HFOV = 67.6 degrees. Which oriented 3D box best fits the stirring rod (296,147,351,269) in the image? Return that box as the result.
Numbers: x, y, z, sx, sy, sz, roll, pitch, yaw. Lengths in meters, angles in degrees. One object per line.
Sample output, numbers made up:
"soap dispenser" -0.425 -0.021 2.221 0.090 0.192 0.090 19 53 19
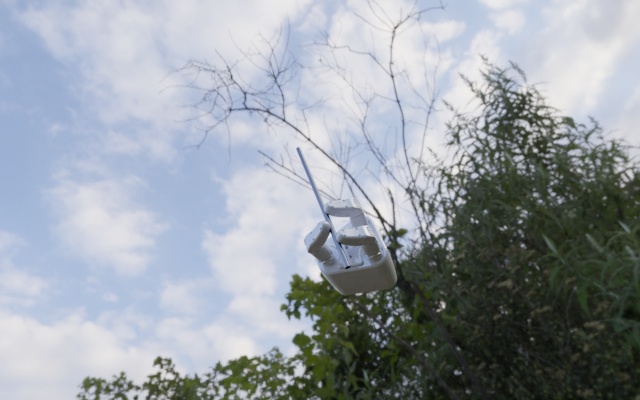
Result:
"stirring rod" 0.000 0.002 0.721 0.011 0.239 0.011 -14 -38 -11
